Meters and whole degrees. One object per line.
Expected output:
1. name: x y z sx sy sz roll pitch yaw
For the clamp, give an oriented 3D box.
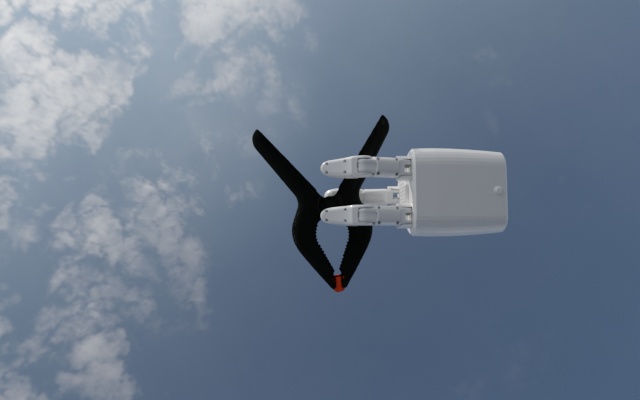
1. clamp: 0.000 0.002 0.569 0.164 0.210 0.036 0 -4 1
